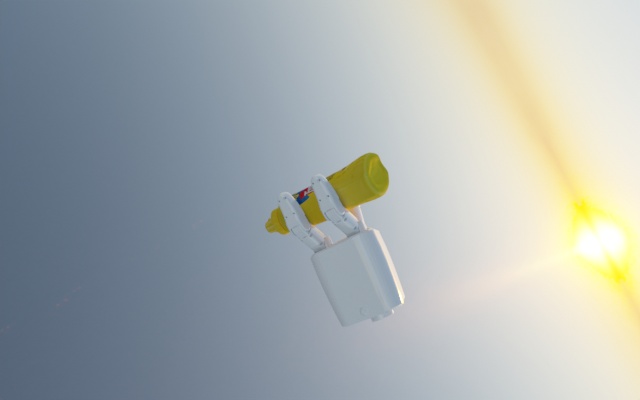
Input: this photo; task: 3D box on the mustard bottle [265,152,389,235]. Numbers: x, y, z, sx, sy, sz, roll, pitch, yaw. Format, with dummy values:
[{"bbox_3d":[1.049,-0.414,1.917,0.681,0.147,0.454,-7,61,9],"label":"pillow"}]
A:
[{"bbox_3d":[0.000,0.002,0.670,0.192,0.058,0.096,-27,13,26],"label":"mustard bottle"}]
